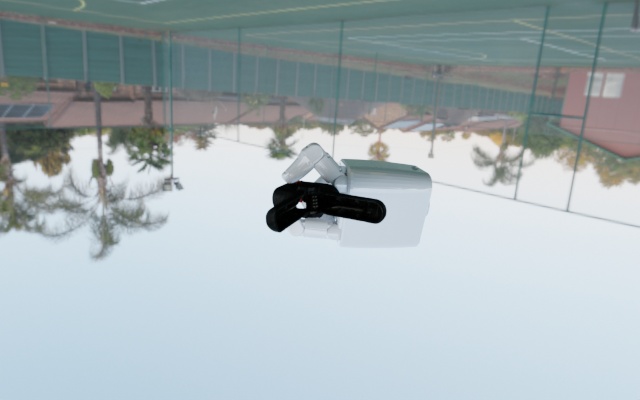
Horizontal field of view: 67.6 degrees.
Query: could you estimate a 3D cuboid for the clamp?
[{"bbox_3d":[0.000,0.002,0.530,0.120,0.039,0.171,3,13,-7],"label":"clamp"}]
